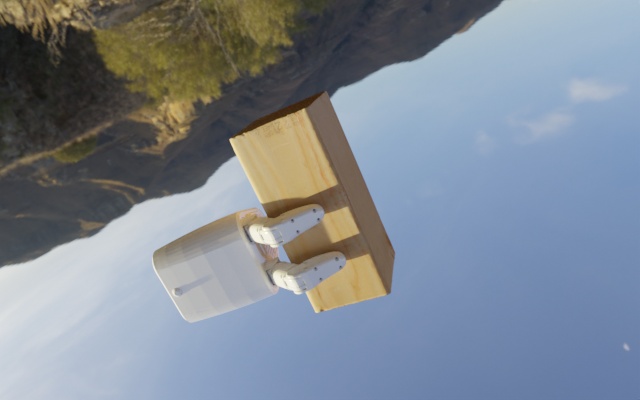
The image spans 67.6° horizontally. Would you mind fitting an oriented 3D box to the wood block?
[{"bbox_3d":[0.000,0.002,0.510,0.090,0.206,0.090,-19,18,18],"label":"wood block"}]
